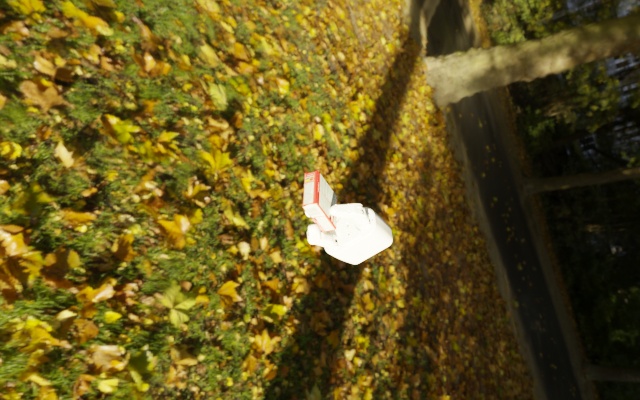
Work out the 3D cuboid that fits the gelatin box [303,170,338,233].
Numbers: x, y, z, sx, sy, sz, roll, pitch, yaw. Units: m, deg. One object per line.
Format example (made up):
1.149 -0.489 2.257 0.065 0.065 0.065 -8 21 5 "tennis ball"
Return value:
0.000 0.002 0.840 0.030 0.073 0.089 -13 -39 20 "gelatin box"
